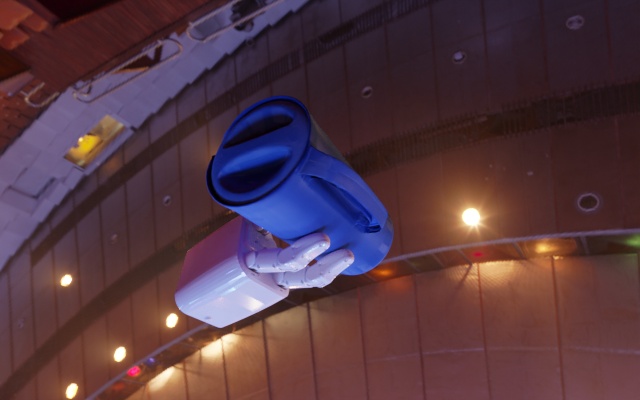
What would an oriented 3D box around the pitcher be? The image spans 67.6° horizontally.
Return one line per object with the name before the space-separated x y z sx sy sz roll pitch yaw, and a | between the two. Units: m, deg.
pitcher | 0.000 0.002 0.561 0.145 0.149 0.243 -32 -41 16
